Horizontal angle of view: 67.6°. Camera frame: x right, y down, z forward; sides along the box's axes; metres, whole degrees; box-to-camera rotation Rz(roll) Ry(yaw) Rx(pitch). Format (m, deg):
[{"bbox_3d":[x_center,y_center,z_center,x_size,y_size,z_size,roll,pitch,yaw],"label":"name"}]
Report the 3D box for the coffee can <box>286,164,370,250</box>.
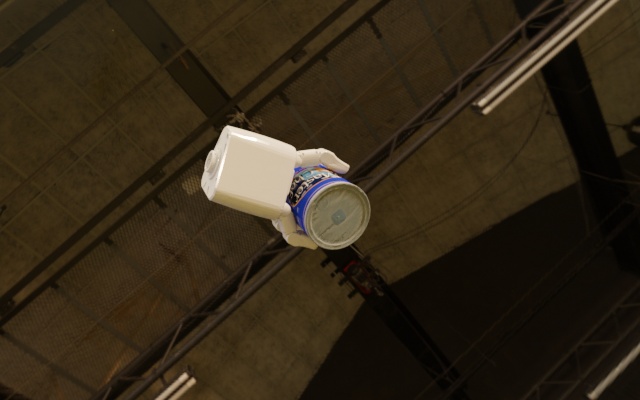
[{"bbox_3d":[0.000,0.002,0.745,0.103,0.103,0.140,0,18,-24],"label":"coffee can"}]
